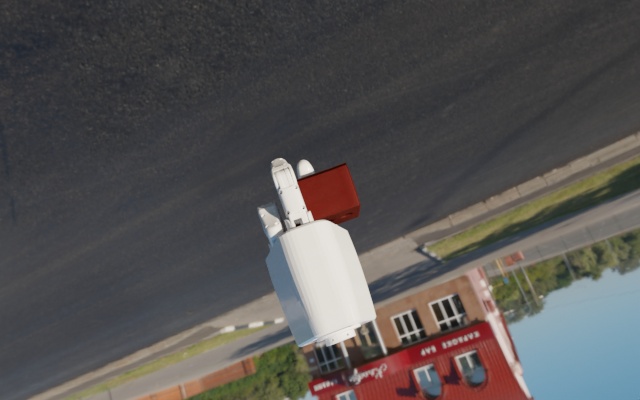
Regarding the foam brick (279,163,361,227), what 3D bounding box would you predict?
[{"bbox_3d":[0.000,0.002,0.526,0.078,0.051,0.053,-20,-17,-4],"label":"foam brick"}]
